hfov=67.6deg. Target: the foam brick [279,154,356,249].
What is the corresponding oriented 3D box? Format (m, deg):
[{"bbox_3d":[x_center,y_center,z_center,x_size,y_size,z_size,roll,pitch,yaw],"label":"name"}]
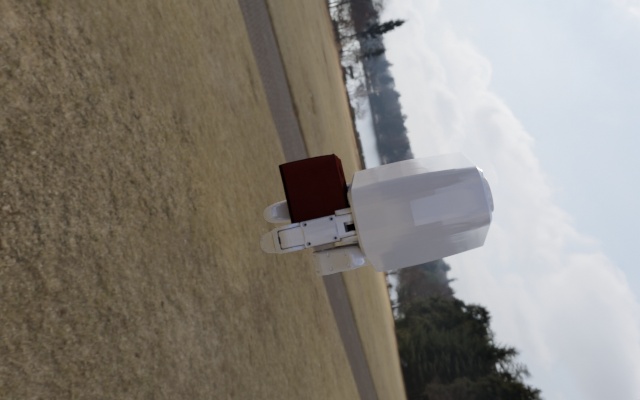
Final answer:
[{"bbox_3d":[0.000,0.001,0.437,0.051,0.078,0.053,-14,-4,10],"label":"foam brick"}]
